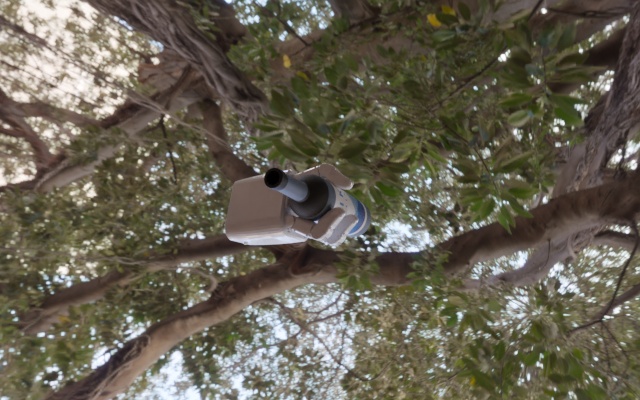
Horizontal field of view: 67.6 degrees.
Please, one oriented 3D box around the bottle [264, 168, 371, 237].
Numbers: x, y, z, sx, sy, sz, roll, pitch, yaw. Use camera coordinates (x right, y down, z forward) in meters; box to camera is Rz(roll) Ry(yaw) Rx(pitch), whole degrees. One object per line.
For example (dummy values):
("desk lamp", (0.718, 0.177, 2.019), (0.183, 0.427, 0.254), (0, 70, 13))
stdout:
("bottle", (0.000, 0.002, 0.733), (0.069, 0.069, 0.296), (0, -12, 25))
